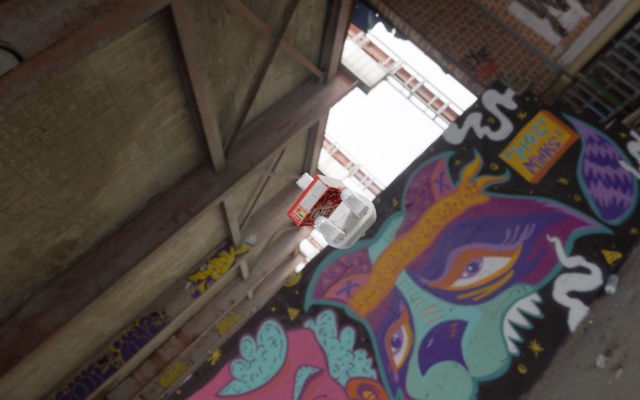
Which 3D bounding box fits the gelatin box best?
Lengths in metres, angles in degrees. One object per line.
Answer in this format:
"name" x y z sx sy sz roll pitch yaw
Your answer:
"gelatin box" 0.000 0.002 0.693 0.030 0.073 0.089 44 15 19
